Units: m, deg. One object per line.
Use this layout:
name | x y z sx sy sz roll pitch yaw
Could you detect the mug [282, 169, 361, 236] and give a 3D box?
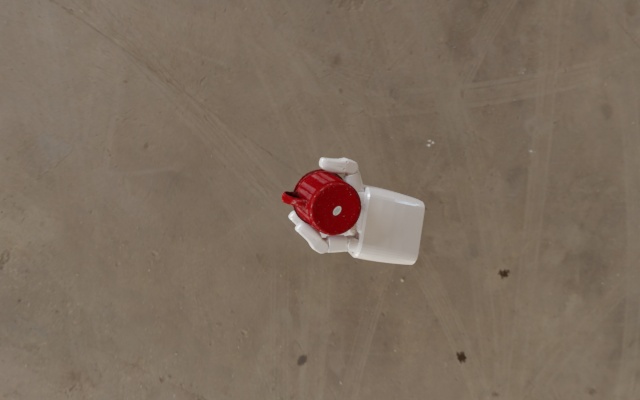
mug | -0.001 0.002 0.715 0.117 0.093 0.081 10 9 -19
